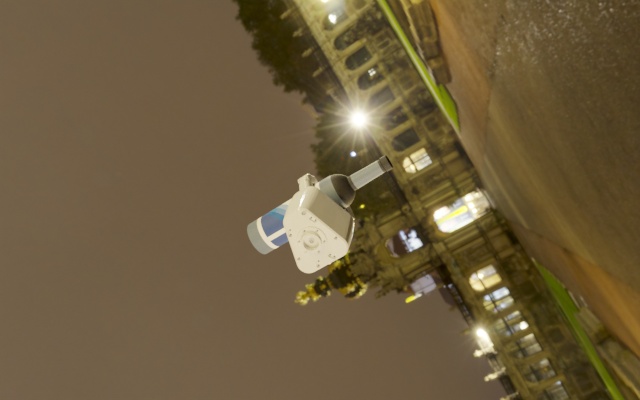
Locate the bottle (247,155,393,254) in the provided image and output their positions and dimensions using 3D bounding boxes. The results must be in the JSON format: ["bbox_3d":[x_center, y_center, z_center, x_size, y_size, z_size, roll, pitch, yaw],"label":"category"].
[{"bbox_3d":[0.000,0.003,0.885,0.296,0.069,0.069,-31,-9,16],"label":"bottle"}]
